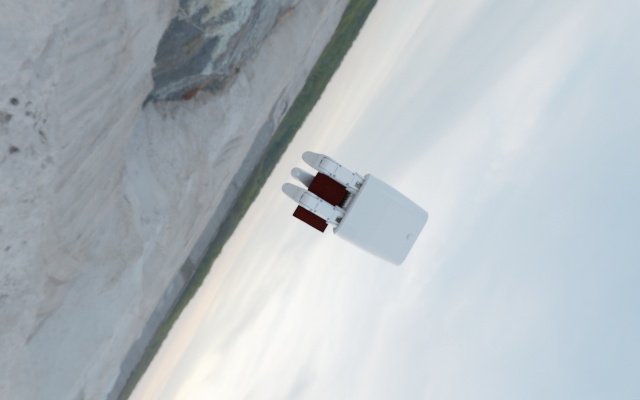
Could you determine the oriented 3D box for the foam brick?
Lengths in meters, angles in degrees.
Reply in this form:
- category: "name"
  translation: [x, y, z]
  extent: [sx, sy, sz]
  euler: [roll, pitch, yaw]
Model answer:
- category: "foam brick"
  translation: [0.000, 0.002, 0.695]
  extent: [0.051, 0.078, 0.053]
  euler: [31, -1, -4]
